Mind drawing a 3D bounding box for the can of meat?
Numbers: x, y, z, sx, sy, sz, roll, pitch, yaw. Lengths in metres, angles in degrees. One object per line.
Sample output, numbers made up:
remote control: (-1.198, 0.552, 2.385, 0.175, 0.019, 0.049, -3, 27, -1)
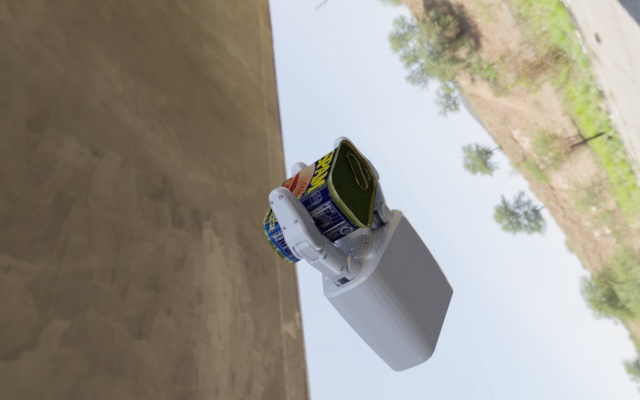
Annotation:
can of meat: (0.000, 0.002, 0.440, 0.084, 0.057, 0.102, -31, 21, 26)
